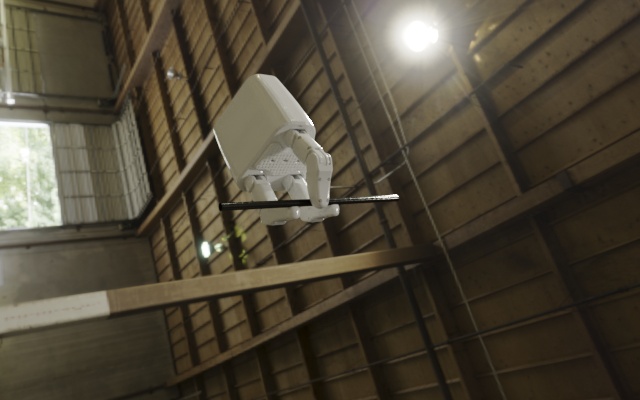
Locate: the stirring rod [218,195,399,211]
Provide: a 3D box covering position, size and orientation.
[{"bbox_3d":[0.000,0.002,0.530,0.239,0.011,0.011,-3,2,-37],"label":"stirring rod"}]
